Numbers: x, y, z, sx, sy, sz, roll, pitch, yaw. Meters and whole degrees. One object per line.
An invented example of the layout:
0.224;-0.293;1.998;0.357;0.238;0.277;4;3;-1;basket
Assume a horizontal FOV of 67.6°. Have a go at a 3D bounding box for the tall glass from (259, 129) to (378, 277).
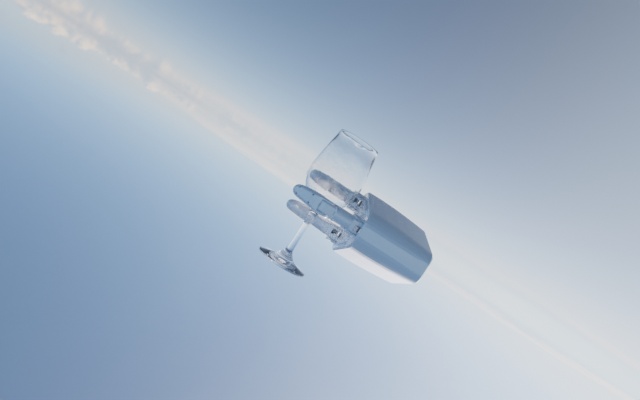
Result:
0.000;0.003;0.661;0.079;0.201;0.079;33;2;-1;tall glass
